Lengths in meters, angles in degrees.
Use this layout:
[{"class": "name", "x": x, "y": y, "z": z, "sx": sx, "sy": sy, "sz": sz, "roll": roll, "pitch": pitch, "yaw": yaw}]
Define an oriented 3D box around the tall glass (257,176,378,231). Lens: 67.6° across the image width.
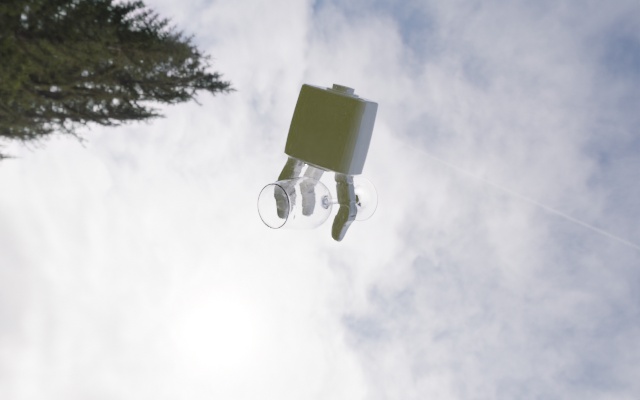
[{"class": "tall glass", "x": 0.001, "y": 0.002, "z": 0.712, "sx": 0.079, "sy": 0.079, "sz": 0.201, "roll": 0, "pitch": 3, "yaw": 40}]
